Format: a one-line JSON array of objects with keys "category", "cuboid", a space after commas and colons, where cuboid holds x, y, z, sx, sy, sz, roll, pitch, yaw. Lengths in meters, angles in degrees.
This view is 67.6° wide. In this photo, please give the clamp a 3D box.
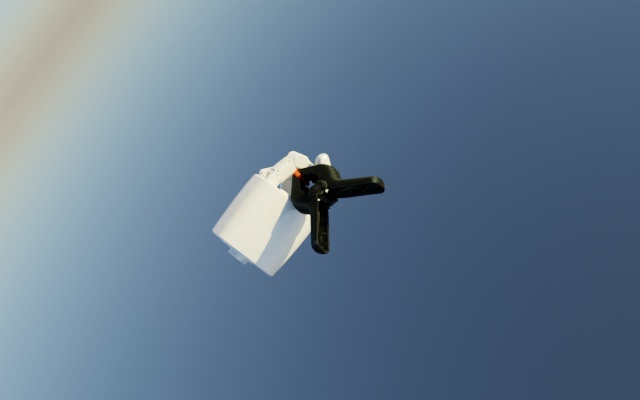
[{"category": "clamp", "cuboid": [0.000, 0.002, 0.644, 0.039, 0.120, 0.171, 50, -14, -31]}]
